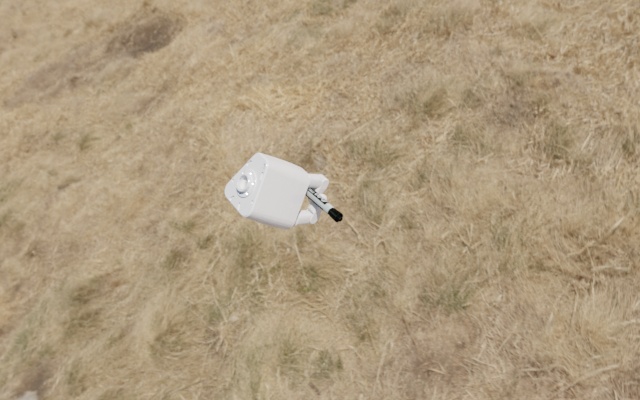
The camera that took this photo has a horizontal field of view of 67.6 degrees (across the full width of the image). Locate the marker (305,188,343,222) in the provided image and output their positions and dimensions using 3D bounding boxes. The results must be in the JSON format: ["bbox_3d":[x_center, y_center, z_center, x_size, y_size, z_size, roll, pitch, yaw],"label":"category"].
[{"bbox_3d":[0.000,0.003,0.871,0.020,0.020,0.121,0,31,-43],"label":"marker"}]
